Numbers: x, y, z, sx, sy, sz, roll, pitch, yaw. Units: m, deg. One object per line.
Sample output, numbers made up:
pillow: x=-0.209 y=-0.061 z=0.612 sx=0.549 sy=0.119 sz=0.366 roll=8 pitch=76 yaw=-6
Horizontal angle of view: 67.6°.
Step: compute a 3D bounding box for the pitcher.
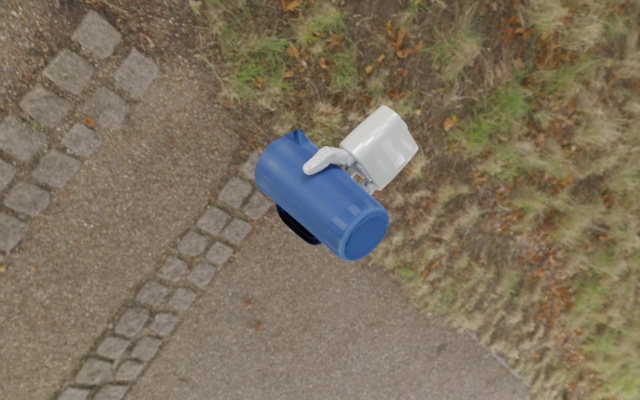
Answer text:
pitcher: x=0.000 y=0.003 z=0.837 sx=0.242 sy=0.145 sz=0.149 roll=42 pitch=-5 yaw=36
